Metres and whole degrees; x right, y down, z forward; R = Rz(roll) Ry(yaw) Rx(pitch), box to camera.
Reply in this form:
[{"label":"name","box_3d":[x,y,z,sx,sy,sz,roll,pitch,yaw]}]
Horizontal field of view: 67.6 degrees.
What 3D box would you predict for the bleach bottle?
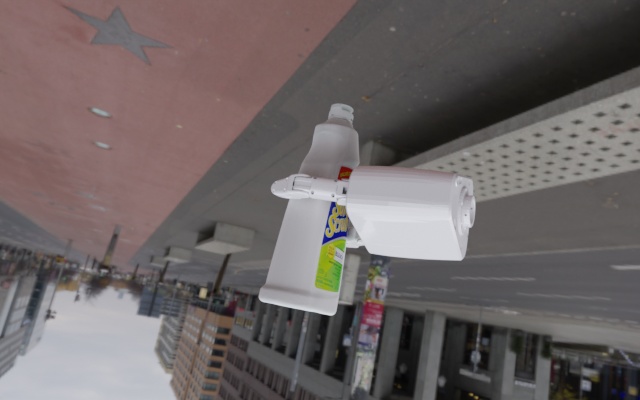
[{"label":"bleach bottle","box_3d":[0.000,0.002,0.562,0.068,0.250,0.102,4,-15,27]}]
